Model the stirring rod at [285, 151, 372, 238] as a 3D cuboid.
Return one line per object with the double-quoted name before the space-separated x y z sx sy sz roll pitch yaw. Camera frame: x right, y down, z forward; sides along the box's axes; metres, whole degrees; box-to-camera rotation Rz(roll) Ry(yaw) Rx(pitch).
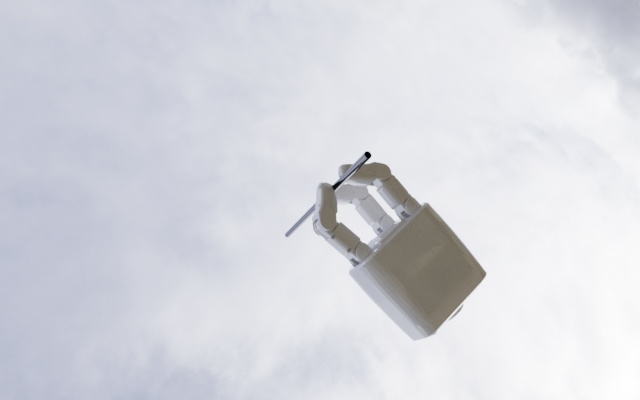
"stirring rod" 0.000 0.002 0.565 0.011 0.011 0.240 0 -23 -24
